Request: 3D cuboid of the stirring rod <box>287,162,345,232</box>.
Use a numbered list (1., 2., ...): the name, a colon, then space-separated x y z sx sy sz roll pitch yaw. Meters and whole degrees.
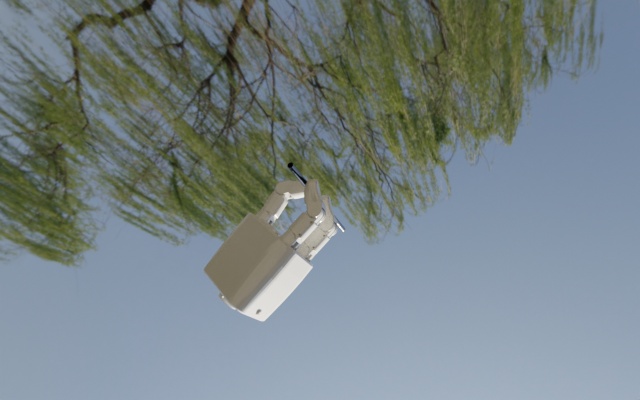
1. stirring rod: 0.000 0.002 0.708 0.011 0.011 0.240 0 -23 20
